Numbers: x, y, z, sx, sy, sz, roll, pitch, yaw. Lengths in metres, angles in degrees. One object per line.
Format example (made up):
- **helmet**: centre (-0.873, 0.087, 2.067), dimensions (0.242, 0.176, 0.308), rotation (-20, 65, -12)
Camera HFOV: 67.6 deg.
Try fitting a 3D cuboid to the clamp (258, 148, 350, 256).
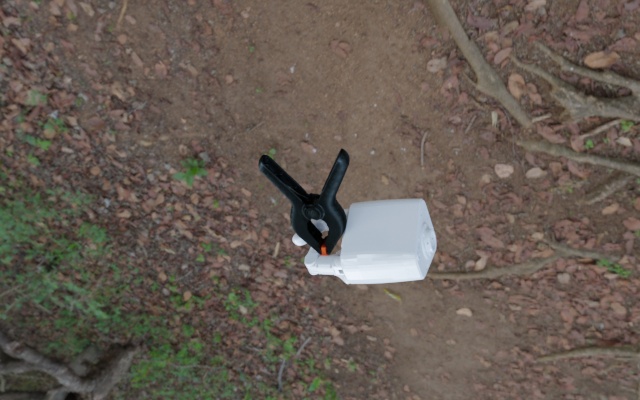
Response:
- **clamp**: centre (0.000, 0.003, 0.642), dimensions (0.120, 0.172, 0.039), rotation (-7, 37, 27)
